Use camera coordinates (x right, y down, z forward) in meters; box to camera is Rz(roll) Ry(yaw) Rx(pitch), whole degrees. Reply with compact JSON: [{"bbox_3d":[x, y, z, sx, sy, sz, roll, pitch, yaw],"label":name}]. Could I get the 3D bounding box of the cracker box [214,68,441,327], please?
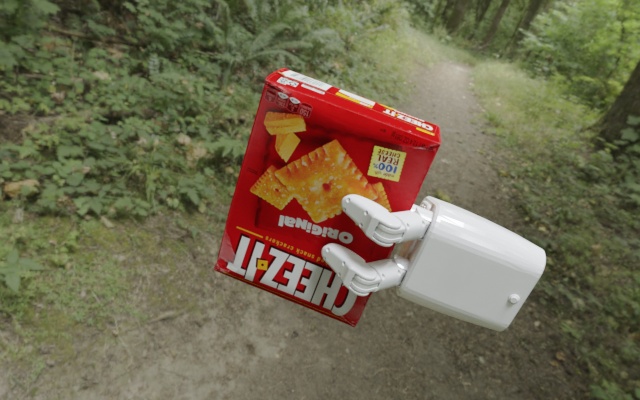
[{"bbox_3d":[0.000,0.001,0.474,0.164,0.214,0.072,22,25,3],"label":"cracker box"}]
